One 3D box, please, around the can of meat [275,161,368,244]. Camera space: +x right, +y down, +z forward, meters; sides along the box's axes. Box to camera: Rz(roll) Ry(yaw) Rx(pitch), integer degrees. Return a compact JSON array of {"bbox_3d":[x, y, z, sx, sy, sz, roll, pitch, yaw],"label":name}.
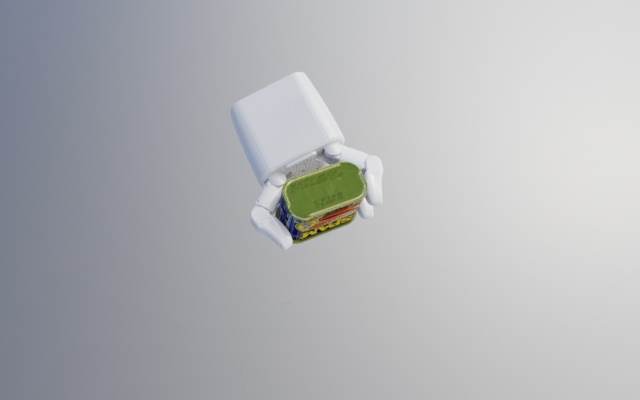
[{"bbox_3d":[0.000,0.002,0.565,0.102,0.057,0.084,-20,-17,-15],"label":"can of meat"}]
